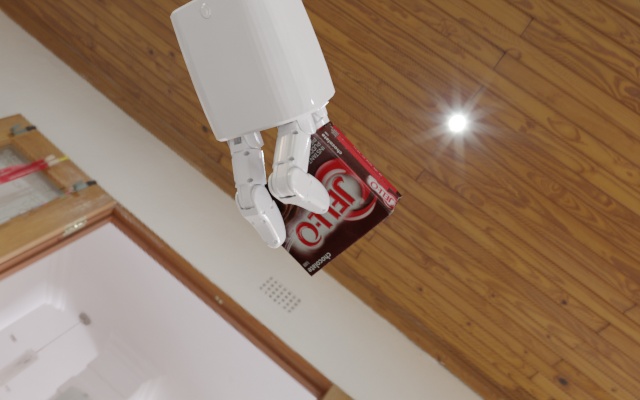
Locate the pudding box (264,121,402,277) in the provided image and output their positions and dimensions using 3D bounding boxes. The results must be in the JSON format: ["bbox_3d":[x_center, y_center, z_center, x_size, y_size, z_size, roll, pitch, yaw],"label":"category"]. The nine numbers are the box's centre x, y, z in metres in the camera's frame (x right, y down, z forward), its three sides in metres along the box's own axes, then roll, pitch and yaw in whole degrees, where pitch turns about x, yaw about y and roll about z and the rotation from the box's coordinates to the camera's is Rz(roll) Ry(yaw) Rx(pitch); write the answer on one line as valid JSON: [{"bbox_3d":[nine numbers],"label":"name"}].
[{"bbox_3d":[0.000,0.001,0.416,0.113,0.090,0.039,-43,0,39],"label":"pudding box"}]
